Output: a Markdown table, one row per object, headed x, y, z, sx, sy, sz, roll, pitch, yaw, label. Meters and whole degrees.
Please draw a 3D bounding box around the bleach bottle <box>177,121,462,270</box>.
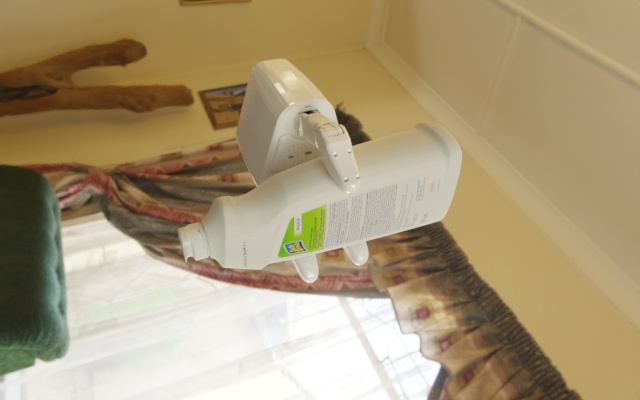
| x | y | z | sx | sy | sz | roll | pitch | yaw | label |
| --- | --- | --- | --- | --- | --- | --- | --- | --- | --- |
| 0.000 | 0.002 | 0.430 | 0.251 | 0.103 | 0.068 | -14 | 42 | -19 | bleach bottle |
